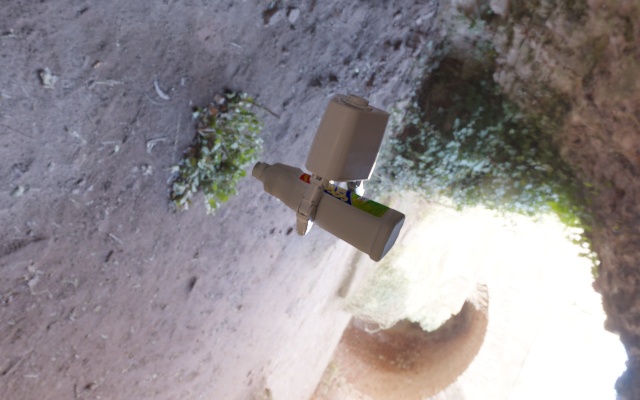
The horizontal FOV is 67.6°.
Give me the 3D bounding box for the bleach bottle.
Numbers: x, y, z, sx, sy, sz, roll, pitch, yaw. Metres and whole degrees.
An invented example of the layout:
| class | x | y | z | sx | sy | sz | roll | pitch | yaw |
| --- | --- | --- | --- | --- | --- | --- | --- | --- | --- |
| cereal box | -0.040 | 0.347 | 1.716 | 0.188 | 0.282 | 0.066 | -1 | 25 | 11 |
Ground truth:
| class | x | y | z | sx | sy | sz | roll | pitch | yaw |
| --- | --- | --- | --- | --- | --- | --- | --- | --- | --- |
| bleach bottle | 0.000 | 0.002 | 0.738 | 0.251 | 0.068 | 0.102 | 26 | 21 | 17 |
